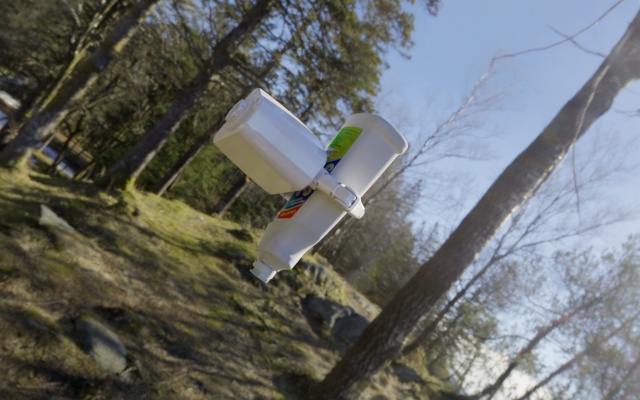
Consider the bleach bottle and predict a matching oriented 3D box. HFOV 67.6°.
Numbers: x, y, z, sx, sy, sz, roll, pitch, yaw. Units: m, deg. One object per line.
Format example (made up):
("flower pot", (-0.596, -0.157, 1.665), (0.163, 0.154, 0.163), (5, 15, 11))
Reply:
("bleach bottle", (0.000, 0.002, 0.621), (0.068, 0.251, 0.102), (41, -6, -24))
